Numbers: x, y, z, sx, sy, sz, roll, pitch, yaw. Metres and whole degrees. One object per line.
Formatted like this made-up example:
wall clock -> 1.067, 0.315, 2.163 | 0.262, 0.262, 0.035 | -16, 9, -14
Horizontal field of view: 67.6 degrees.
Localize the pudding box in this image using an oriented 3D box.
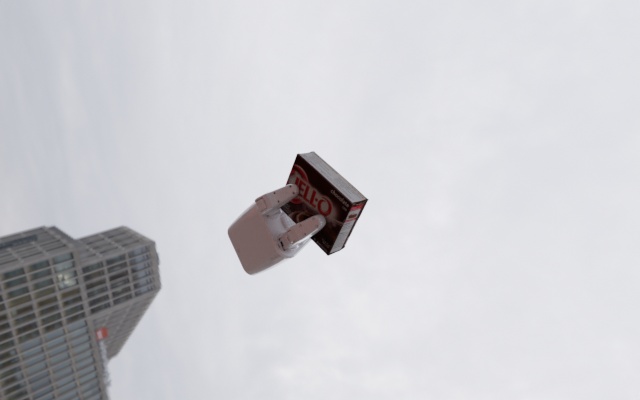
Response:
pudding box -> 0.000, 0.002, 0.636 | 0.113, 0.090, 0.039 | 42, 38, 26
